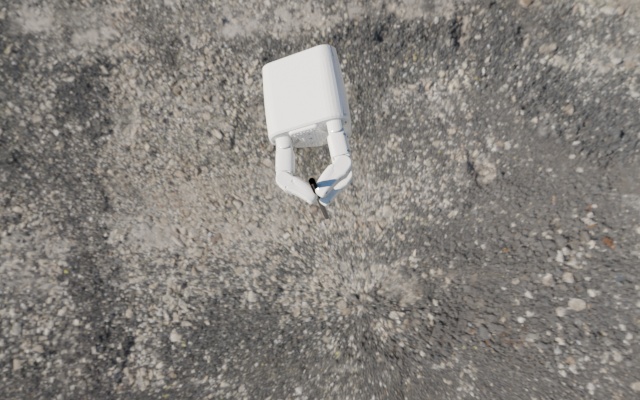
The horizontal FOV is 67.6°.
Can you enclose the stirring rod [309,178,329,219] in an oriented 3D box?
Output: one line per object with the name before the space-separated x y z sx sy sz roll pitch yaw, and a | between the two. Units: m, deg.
stirring rod | 0.000 0.002 0.680 0.011 0.011 0.239 0 -12 5
